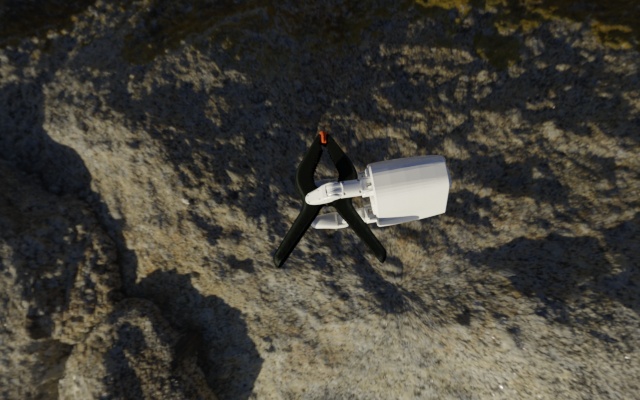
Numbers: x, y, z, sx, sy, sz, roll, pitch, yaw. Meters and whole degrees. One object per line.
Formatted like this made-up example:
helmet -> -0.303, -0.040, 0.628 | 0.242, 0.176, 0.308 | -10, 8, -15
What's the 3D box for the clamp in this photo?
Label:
clamp -> 0.000, 0.002, 0.713 | 0.164, 0.210, 0.036 | -10, -12, 2
